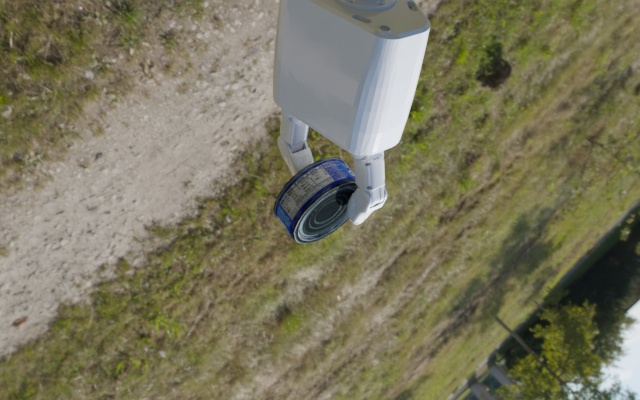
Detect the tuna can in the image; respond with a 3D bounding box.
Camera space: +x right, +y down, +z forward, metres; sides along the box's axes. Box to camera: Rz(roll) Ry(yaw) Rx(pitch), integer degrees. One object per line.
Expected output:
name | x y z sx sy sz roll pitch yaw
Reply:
tuna can | 0.000 0.002 0.455 0.086 0.086 0.033 0 44 -53
